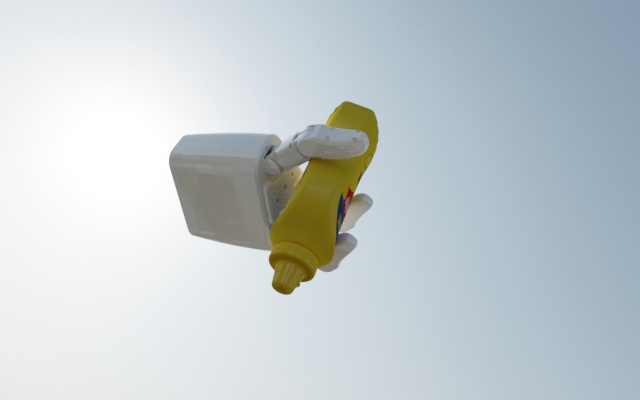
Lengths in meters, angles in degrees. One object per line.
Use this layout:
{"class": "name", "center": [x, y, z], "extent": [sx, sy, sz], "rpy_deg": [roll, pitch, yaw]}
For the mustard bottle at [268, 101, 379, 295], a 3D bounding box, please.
{"class": "mustard bottle", "center": [0.000, 0.001, 0.435], "extent": [0.058, 0.191, 0.096], "rpy_deg": [22, -38, 5]}
